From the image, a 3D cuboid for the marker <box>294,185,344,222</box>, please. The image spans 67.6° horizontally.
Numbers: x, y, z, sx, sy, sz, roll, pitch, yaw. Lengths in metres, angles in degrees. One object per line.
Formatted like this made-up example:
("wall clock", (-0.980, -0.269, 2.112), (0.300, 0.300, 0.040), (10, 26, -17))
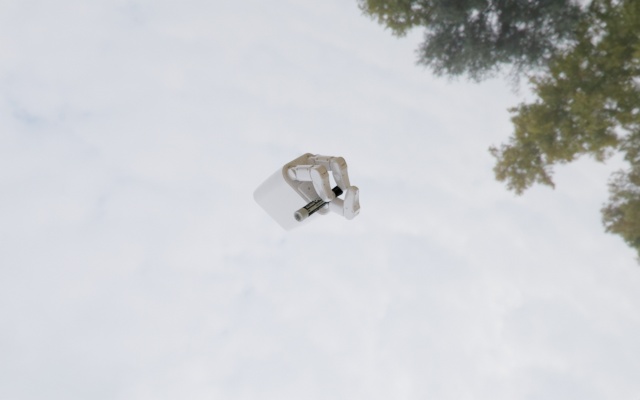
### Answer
("marker", (0.000, 0.003, 0.786), (0.020, 0.020, 0.121), (0, 22, 39))
